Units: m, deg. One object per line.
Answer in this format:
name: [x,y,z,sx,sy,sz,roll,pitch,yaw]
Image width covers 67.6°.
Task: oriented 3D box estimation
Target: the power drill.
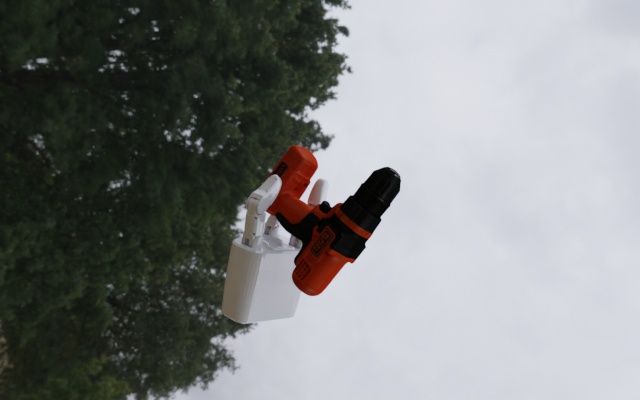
power drill: [0.000,0.002,0.620,0.057,0.184,0.187,30,12,-41]
